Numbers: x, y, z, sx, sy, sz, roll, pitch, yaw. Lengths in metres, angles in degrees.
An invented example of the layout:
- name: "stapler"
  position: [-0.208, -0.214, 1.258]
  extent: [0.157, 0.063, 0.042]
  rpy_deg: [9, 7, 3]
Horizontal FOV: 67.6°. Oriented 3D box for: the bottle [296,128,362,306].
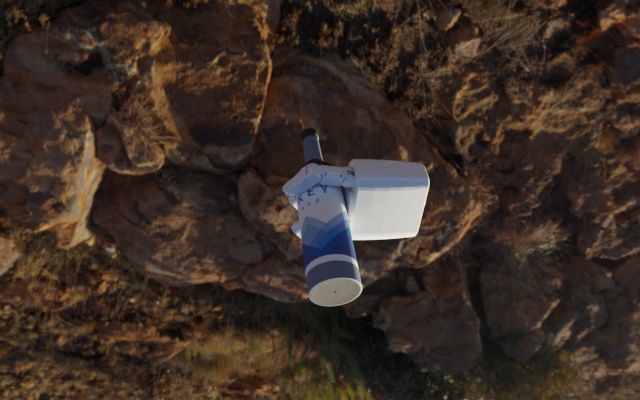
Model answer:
- name: "bottle"
  position: [0.000, 0.002, 0.674]
  extent: [0.069, 0.295, 0.069]
  rpy_deg: [-5, -41, -5]
